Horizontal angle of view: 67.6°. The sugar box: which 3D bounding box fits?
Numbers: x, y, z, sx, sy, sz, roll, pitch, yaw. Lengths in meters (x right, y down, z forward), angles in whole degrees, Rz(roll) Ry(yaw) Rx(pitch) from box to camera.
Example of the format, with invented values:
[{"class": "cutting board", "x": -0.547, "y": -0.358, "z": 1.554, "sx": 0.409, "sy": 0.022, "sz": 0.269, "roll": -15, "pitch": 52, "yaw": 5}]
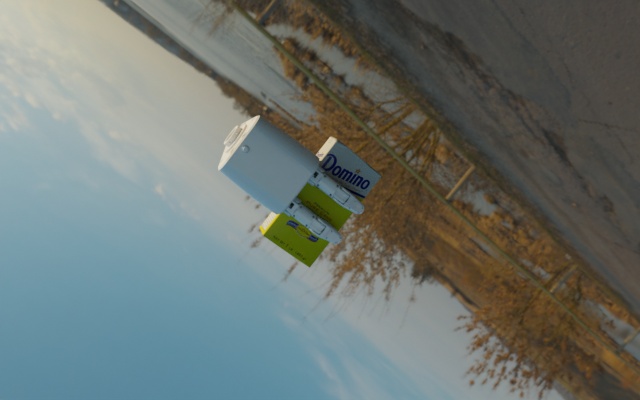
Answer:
[{"class": "sugar box", "x": 0.000, "y": 0.002, "z": 0.711, "sx": 0.093, "sy": 0.176, "sz": 0.048, "roll": 37, "pitch": 4, "yaw": -20}]
